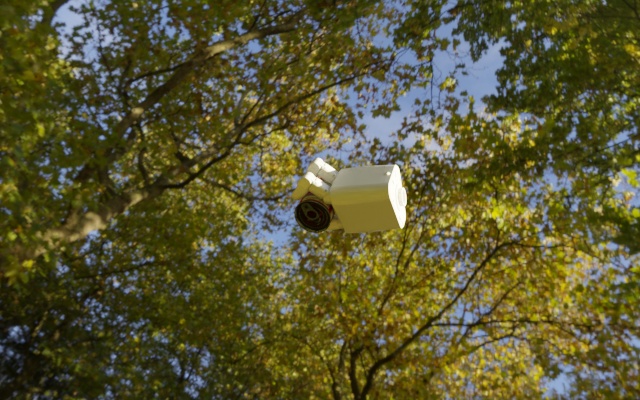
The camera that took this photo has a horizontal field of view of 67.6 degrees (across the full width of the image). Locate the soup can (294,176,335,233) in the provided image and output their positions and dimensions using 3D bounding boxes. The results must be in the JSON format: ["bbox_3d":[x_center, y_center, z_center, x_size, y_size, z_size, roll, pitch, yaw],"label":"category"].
[{"bbox_3d":[0.000,0.003,0.878,0.068,0.068,0.102,0,32,20],"label":"soup can"}]
